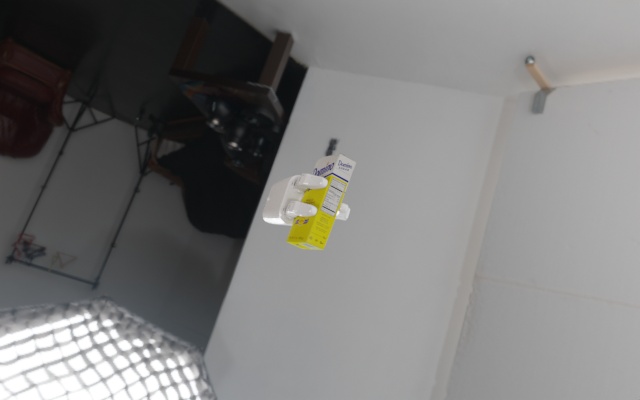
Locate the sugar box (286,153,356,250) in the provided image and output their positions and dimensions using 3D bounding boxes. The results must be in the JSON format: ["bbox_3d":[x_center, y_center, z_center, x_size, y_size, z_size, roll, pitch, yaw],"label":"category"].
[{"bbox_3d":[0.000,0.003,0.887,0.048,0.176,0.093,24,-14,-25],"label":"sugar box"}]
